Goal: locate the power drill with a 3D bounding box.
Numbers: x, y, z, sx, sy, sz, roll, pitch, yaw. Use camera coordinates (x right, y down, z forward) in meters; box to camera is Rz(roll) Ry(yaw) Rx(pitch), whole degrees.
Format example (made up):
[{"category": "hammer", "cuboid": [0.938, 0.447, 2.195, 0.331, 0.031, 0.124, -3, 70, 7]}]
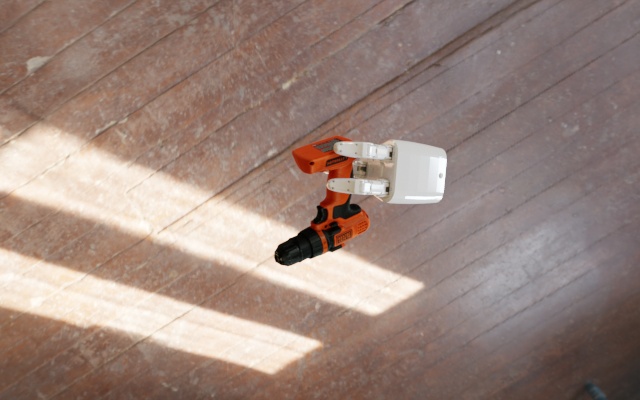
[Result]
[{"category": "power drill", "cuboid": [0.000, 0.002, 0.760, 0.184, 0.188, 0.057, -24, 37, -31]}]
